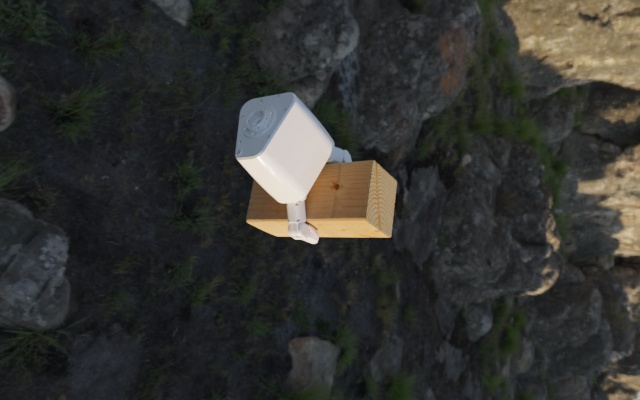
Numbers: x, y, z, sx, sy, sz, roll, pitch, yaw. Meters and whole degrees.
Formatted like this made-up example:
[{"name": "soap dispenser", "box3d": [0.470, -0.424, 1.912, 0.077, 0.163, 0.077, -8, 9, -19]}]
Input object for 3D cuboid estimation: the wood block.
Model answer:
[{"name": "wood block", "box3d": [0.000, 0.003, 0.728, 0.206, 0.090, 0.090, -2, -20, 32]}]
